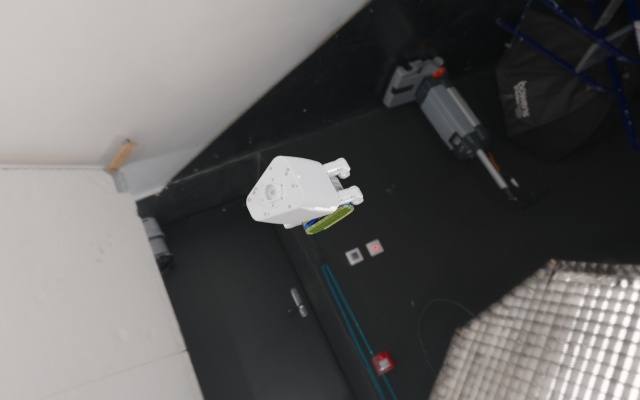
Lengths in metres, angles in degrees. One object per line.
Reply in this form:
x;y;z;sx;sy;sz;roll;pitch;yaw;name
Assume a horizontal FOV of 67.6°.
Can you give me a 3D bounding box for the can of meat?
0.000;0.003;0.876;0.102;0.084;0.057;-35;-20;22;can of meat
